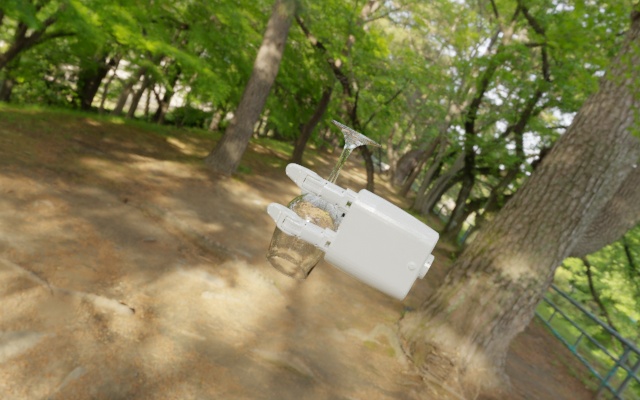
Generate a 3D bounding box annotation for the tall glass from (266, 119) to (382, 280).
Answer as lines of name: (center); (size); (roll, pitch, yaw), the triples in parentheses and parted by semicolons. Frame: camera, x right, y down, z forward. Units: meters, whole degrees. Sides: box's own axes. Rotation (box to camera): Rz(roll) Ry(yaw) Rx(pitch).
tall glass: (0.000, 0.001, 0.617); (0.079, 0.201, 0.079); (27, 8, -4)
